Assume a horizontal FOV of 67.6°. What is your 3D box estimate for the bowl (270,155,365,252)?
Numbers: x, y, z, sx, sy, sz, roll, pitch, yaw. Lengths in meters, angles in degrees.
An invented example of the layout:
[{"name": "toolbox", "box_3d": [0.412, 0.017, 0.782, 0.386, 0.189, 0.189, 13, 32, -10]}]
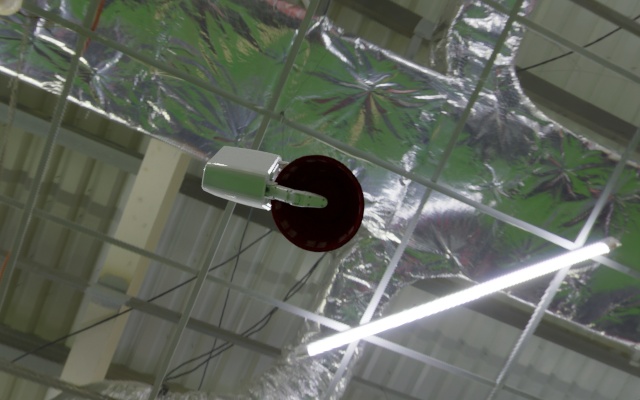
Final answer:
[{"name": "bowl", "box_3d": [0.001, 0.003, 0.804, 0.162, 0.162, 0.055, 0, 8, 17]}]
